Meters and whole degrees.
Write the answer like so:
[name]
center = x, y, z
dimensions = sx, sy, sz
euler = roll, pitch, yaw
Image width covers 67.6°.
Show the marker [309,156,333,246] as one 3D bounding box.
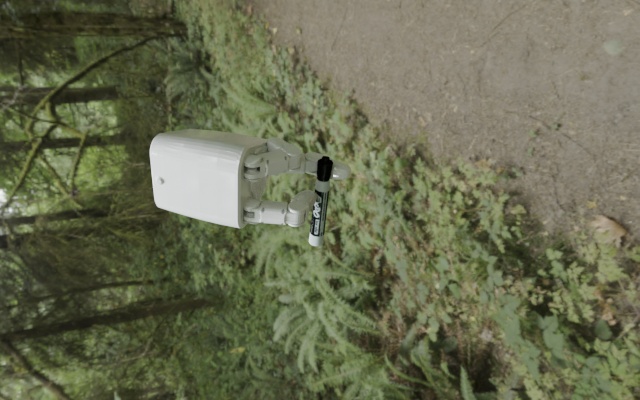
[marker]
center = 0.000, 0.002, 0.583
dimensions = 0.020, 0.121, 0.020
euler = 5, 30, -3
